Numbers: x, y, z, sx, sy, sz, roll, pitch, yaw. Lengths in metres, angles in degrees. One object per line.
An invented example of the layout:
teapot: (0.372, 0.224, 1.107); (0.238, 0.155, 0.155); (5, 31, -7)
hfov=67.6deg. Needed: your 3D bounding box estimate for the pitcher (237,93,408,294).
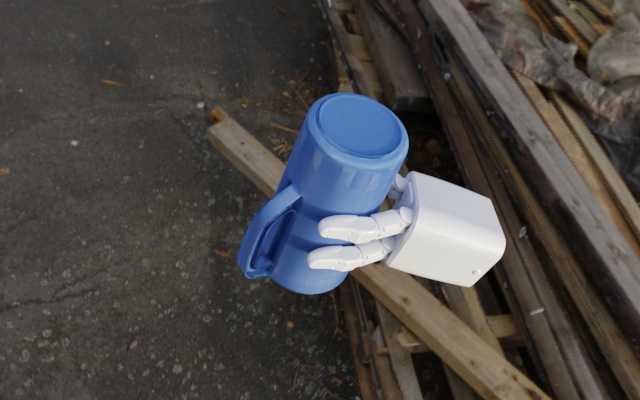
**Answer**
pitcher: (0.000, 0.002, 0.555); (0.145, 0.149, 0.243); (18, -41, -4)
